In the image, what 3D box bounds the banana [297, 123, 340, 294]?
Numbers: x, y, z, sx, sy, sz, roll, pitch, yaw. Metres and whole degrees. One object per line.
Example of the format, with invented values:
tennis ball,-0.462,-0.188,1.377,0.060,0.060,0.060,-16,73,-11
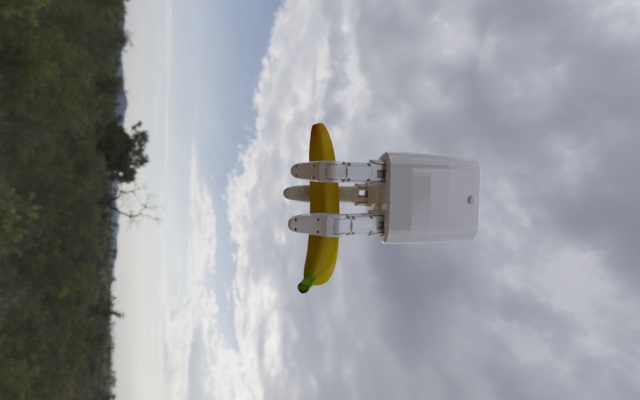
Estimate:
banana,0.002,0.011,0.545,0.037,0.197,0.070,0,-20,8
